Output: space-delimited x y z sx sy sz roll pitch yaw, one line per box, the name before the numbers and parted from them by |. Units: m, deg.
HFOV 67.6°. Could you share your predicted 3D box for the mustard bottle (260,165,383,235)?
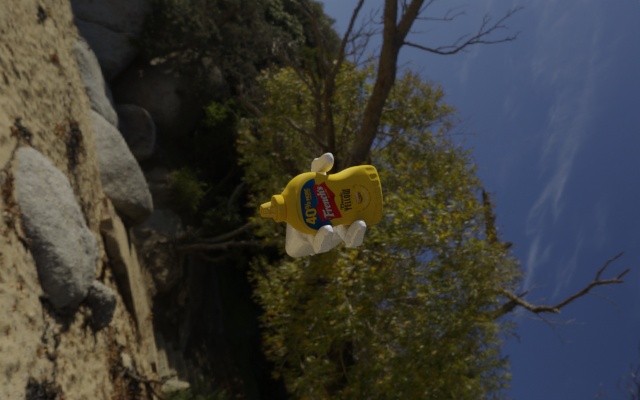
mustard bottle | 0.000 0.002 0.744 0.191 0.096 0.058 -9 6 -20
